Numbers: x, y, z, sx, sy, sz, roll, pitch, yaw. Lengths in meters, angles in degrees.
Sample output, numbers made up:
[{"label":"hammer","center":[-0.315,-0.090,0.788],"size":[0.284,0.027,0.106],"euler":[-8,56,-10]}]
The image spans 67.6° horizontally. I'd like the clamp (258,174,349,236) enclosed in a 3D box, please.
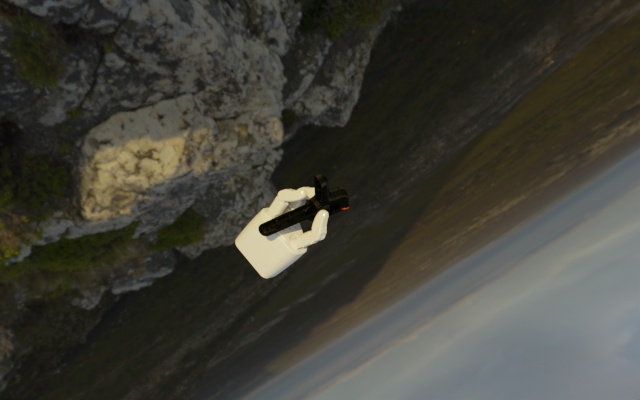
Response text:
[{"label":"clamp","center":[0.001,0.004,0.892],"size":[0.165,0.036,0.210],"euler":[-42,-20,32]}]
